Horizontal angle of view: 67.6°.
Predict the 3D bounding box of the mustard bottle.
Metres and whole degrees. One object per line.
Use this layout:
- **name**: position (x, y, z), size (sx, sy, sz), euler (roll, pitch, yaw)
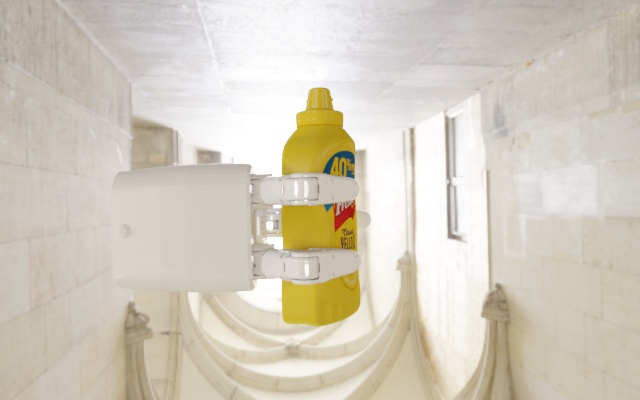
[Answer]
- **mustard bottle**: position (0.000, 0.002, 0.405), size (0.058, 0.191, 0.096), euler (-1, 0, 25)
